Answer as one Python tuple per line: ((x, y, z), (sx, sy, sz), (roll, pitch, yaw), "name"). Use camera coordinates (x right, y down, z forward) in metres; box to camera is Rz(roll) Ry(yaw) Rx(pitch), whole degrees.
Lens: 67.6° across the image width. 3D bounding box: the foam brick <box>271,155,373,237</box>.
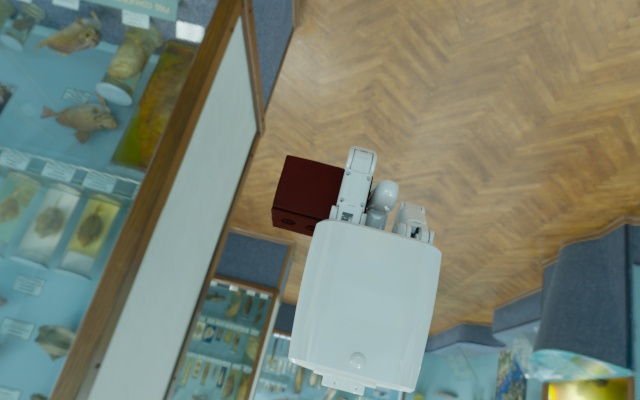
((0.000, 0.001, 0.413), (0.078, 0.051, 0.053), (14, -19, 1), "foam brick")
